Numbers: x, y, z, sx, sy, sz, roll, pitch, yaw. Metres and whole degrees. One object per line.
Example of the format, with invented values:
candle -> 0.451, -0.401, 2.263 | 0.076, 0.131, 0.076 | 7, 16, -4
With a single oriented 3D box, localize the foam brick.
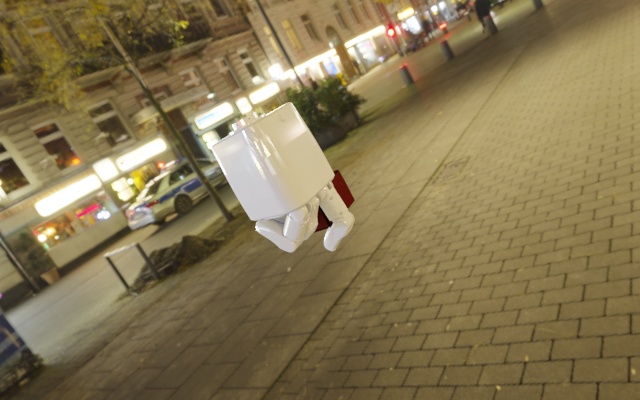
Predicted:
foam brick -> 0.000, 0.002, 0.635 | 0.053, 0.051, 0.078 | -20, 15, 36
